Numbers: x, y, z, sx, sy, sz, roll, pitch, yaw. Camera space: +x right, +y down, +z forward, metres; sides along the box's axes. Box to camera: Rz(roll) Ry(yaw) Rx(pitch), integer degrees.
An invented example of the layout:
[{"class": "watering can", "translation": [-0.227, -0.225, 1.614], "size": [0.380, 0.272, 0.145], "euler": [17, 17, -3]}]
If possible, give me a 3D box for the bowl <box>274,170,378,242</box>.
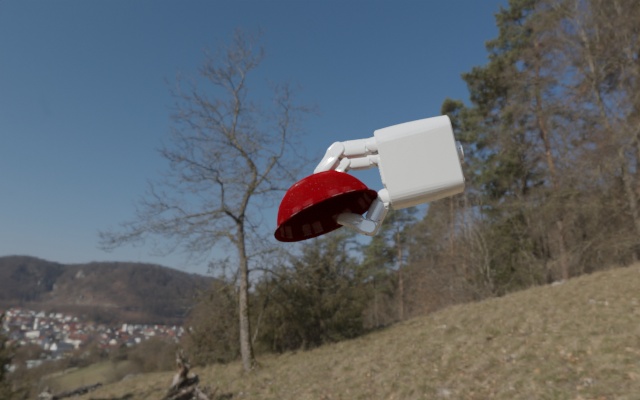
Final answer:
[{"class": "bowl", "translation": [-0.001, 0.002, 0.696], "size": [0.162, 0.055, 0.162], "euler": [-21, -19, -7]}]
